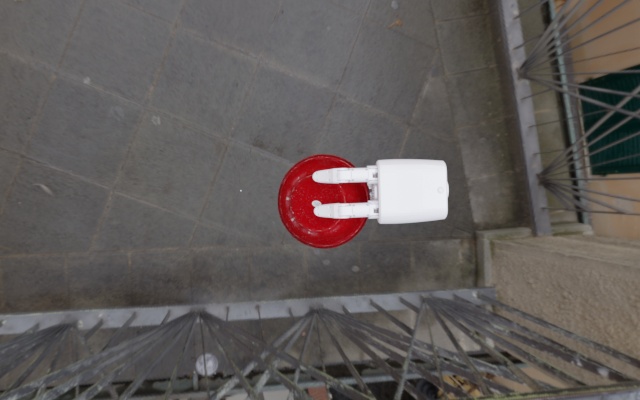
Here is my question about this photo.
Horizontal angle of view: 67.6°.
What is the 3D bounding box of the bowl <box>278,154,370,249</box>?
[{"bbox_3d":[-0.001,0.003,0.789,0.162,0.162,0.055,0,2,11],"label":"bowl"}]
